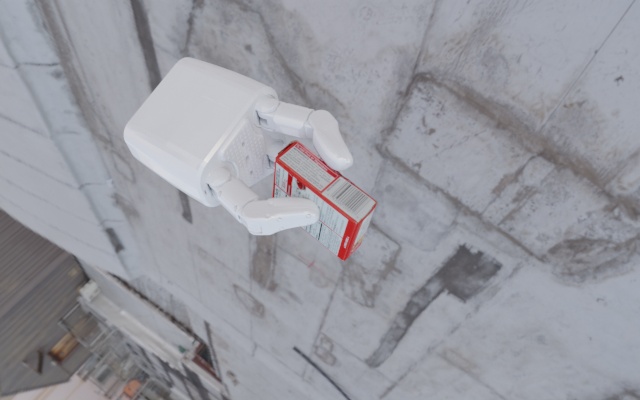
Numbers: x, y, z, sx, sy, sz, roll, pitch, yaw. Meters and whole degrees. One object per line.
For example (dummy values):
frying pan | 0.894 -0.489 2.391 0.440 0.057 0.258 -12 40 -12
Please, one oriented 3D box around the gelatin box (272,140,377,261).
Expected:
gelatin box | 0.000 0.002 0.405 0.089 0.030 0.073 38 -28 16
